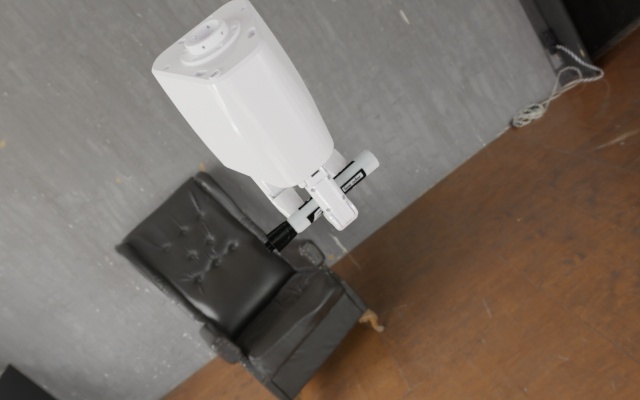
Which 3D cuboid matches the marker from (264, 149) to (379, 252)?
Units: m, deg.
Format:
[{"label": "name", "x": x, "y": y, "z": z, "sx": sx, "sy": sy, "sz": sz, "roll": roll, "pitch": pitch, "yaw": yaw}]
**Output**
[{"label": "marker", "x": 0.000, "y": 0.001, "z": 0.411, "sx": 0.121, "sy": 0.020, "sz": 0.020, "roll": -41, "pitch": 5, "yaw": -6}]
